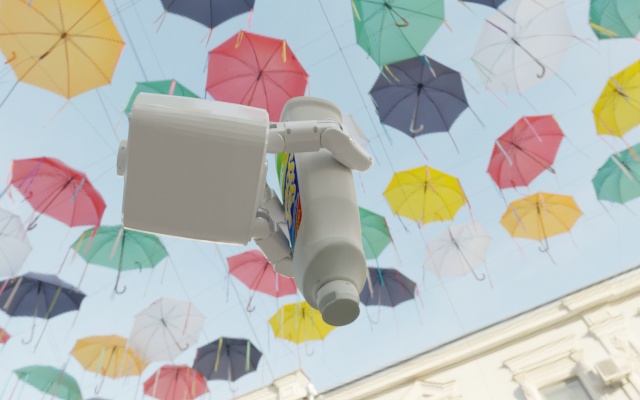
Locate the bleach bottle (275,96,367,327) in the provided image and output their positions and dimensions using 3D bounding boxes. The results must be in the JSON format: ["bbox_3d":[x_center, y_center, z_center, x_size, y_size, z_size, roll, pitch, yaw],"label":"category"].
[{"bbox_3d":[0.000,0.001,0.434,0.068,0.103,0.250,6,34,-13],"label":"bleach bottle"}]
